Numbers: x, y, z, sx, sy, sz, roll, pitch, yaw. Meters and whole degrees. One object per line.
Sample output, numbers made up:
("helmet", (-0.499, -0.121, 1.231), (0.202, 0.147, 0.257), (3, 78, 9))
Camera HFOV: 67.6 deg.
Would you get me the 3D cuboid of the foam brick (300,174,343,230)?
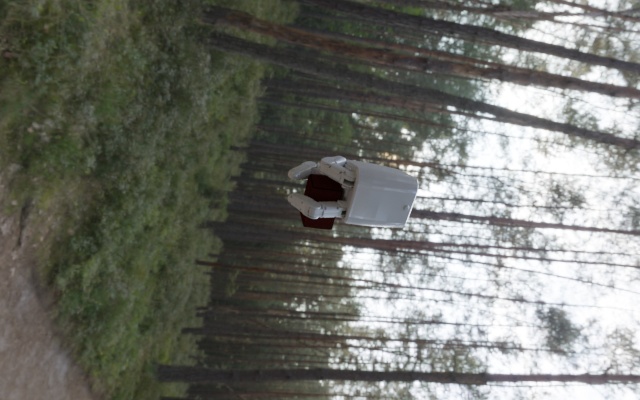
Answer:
("foam brick", (0.000, 0.003, 0.801), (0.051, 0.078, 0.053), (7, 29, -14))
